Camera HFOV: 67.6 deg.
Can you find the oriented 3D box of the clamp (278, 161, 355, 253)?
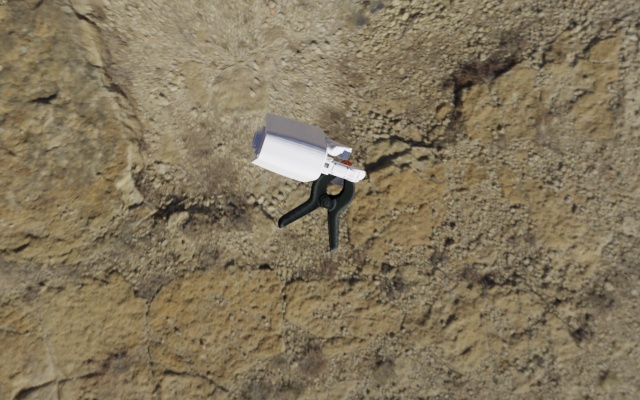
[{"bbox_3d":[0.000,0.003,0.856,0.120,0.171,0.039,17,13,-16],"label":"clamp"}]
